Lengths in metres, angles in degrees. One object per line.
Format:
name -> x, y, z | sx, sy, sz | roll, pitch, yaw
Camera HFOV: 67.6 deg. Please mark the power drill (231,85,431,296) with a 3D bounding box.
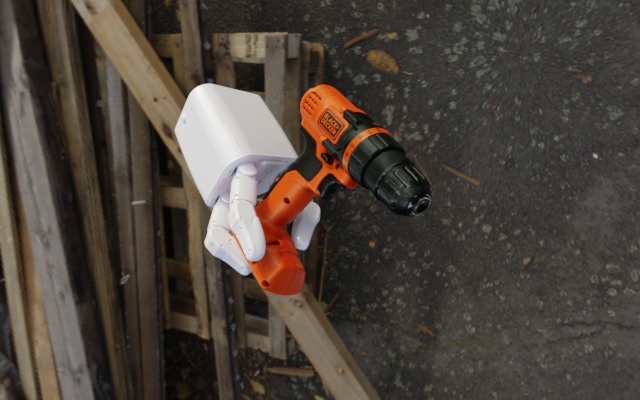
power drill -> 0.000, 0.002, 0.463 | 0.057, 0.188, 0.184 | 21, 24, -44
